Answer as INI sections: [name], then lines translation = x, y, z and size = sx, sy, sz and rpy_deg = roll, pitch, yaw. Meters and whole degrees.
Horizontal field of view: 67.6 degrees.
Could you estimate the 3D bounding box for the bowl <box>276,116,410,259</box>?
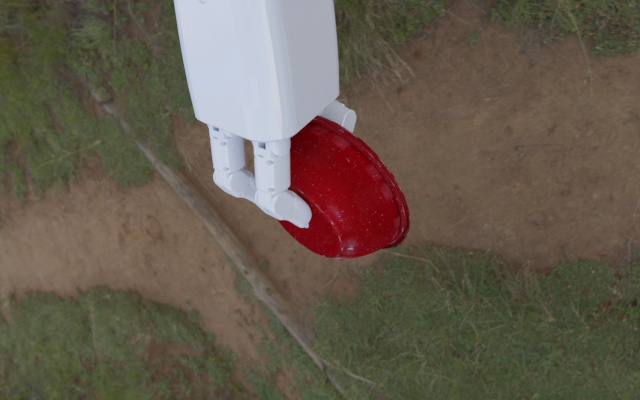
[bowl]
translation = 0.000, 0.003, 0.443
size = 0.055, 0.162, 0.162
rpy_deg = -45, 24, -26
